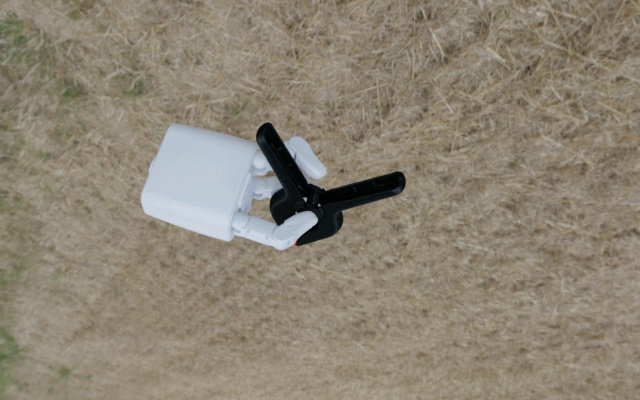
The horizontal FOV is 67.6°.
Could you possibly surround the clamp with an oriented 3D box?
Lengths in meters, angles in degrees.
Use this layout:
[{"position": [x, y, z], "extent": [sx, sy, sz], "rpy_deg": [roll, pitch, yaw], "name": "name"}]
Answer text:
[{"position": [0.000, 0.003, 0.569], "extent": [0.164, 0.036, 0.210], "rpy_deg": [17, -33, 2], "name": "clamp"}]
